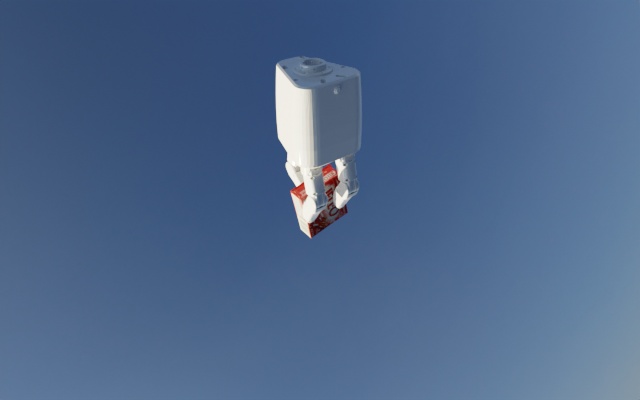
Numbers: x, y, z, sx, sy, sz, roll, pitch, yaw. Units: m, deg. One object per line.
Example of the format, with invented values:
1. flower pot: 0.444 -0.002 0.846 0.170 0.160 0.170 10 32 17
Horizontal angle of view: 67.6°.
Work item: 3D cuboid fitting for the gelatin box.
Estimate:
1. gelatin box: 0.000 0.002 0.700 0.073 0.089 0.030 -34 50 -20
